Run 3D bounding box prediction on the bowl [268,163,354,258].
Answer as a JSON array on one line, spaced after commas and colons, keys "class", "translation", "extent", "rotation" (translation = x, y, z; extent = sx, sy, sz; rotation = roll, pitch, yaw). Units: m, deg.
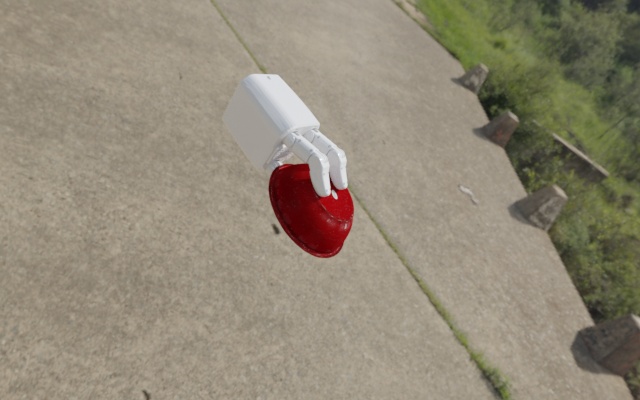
[{"class": "bowl", "translation": [0.001, 0.003, 0.714], "extent": [0.055, 0.162, 0.162], "rotation": [-32, -18, 31]}]
